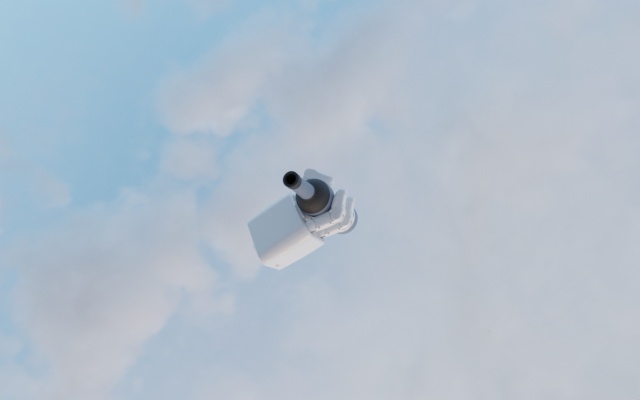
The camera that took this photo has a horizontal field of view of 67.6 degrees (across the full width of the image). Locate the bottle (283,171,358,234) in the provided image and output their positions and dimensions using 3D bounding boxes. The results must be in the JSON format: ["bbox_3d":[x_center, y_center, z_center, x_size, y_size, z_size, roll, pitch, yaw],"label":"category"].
[{"bbox_3d":[0.000,0.003,0.884,0.069,0.069,0.296,0,-14,19],"label":"bottle"}]
